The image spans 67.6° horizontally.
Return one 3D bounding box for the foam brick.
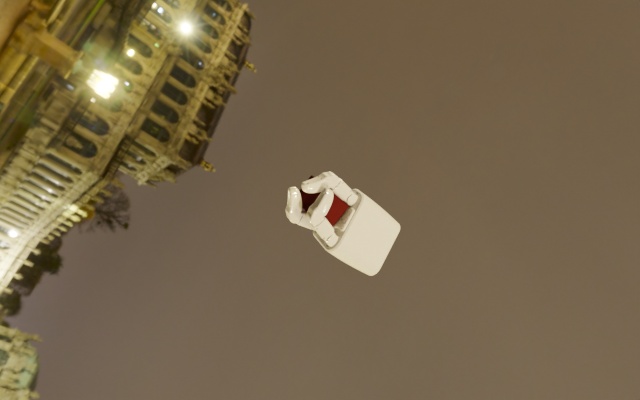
[{"bbox_3d":[0.000,0.002,0.801,0.051,0.053,0.078,36,5,-31],"label":"foam brick"}]
